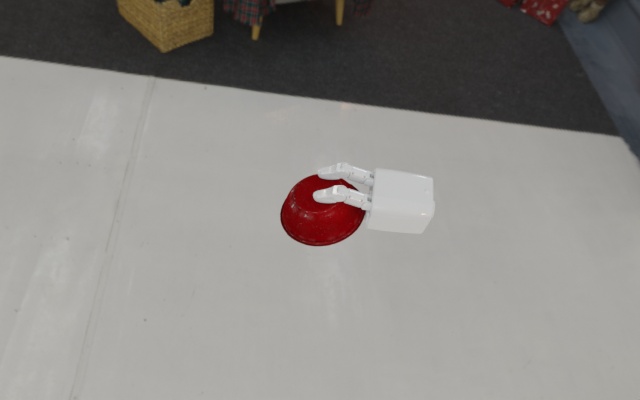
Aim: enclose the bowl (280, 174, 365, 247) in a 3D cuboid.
[{"bbox_3d":[-0.001,0.003,0.872,0.162,0.162,0.055,0,-39,11],"label":"bowl"}]
